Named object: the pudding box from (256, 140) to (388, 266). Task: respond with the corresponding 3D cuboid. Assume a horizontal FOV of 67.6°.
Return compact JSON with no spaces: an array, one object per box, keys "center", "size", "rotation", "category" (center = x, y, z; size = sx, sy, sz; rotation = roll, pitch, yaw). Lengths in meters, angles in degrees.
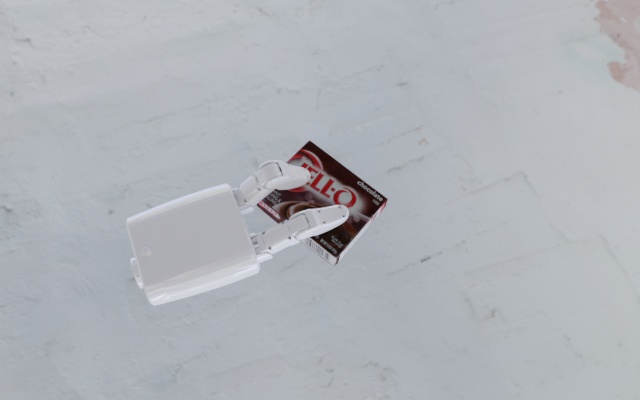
[{"center":[0.000,0.002,0.514],"size":[0.113,0.090,0.039],"rotation":[39,-23,10],"category":"pudding box"}]
